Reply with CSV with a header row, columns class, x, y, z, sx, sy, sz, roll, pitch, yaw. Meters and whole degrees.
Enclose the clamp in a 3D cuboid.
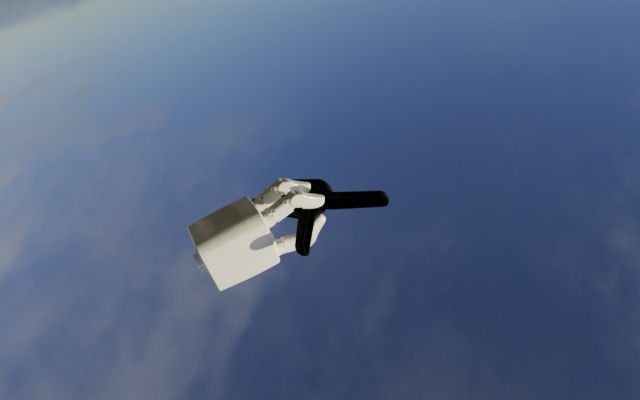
class,x,y,z,sx,sy,sz,roll,pitch,yaw
clamp,0.000,0.003,0.776,0.164,0.036,0.210,-26,30,-14
